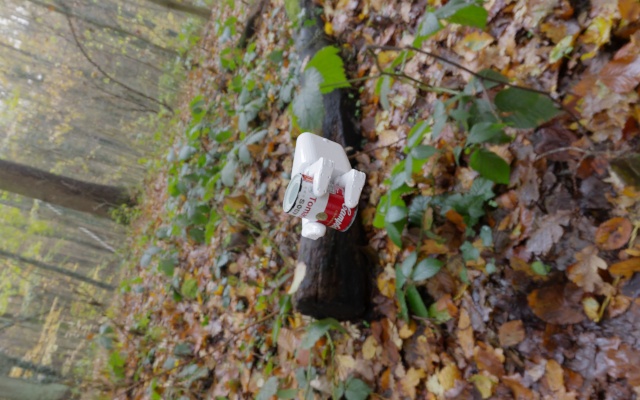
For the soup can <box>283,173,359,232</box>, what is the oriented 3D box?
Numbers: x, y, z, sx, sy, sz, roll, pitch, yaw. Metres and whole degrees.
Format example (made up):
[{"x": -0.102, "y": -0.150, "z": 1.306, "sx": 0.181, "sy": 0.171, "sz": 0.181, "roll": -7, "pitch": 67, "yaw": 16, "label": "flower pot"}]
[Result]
[{"x": 0.000, "y": 0.003, "z": 0.759, "sx": 0.102, "sy": 0.068, "sz": 0.068, "roll": 19, "pitch": -7, "yaw": -20, "label": "soup can"}]
